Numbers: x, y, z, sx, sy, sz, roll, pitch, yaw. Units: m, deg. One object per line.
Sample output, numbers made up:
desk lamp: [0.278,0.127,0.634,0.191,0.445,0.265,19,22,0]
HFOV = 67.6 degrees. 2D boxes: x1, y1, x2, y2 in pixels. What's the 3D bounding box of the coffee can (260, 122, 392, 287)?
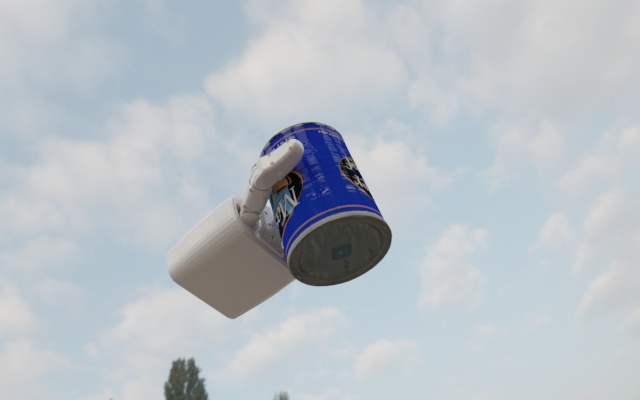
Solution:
coffee can: [0.000,0.002,0.493,0.103,0.103,0.140,0,44,-23]
